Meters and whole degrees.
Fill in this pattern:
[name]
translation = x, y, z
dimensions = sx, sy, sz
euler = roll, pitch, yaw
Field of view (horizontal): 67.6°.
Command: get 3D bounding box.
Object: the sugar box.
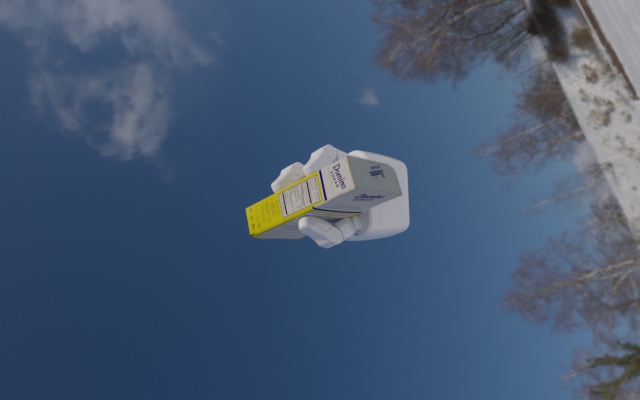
[sugar box]
translation = 0.000, 0.001, 0.583
dimensions = 0.176, 0.048, 0.093
euler = -28, -22, 36
